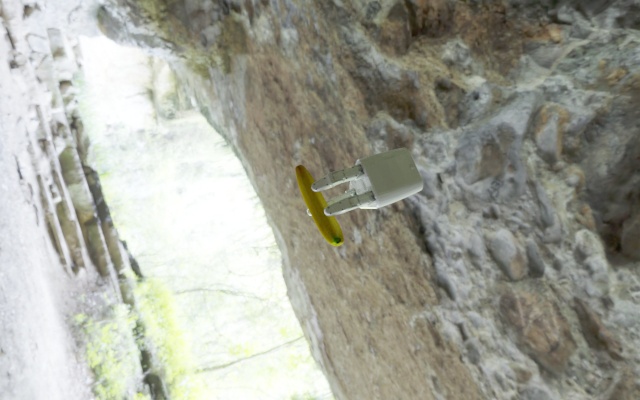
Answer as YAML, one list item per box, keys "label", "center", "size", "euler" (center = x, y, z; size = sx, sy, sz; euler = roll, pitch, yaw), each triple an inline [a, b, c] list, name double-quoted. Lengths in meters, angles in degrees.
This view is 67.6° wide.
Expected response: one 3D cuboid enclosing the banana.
- label: "banana"
  center: [0.002, 0.017, 0.901]
  size: [0.037, 0.197, 0.070]
  euler: [-20, -36, -15]
